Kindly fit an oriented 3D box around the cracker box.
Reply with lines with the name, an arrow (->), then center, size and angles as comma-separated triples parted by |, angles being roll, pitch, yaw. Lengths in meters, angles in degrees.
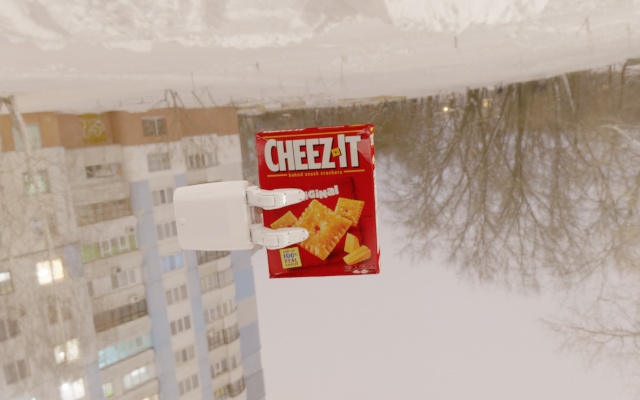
cracker box -> 0.000, 0.002, 0.692 | 0.164, 0.214, 0.072 | -3, 11, 9
